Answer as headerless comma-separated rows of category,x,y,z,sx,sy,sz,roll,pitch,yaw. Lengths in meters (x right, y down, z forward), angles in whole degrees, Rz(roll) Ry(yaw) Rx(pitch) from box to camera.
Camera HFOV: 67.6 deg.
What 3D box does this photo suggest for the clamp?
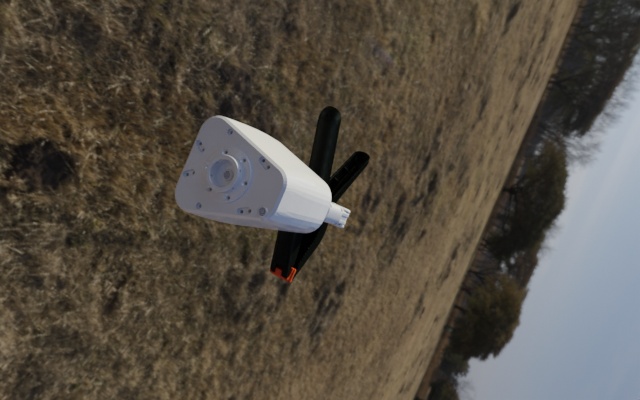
clamp,0.000,0.003,0.603,0.036,0.210,0.164,24,2,24
